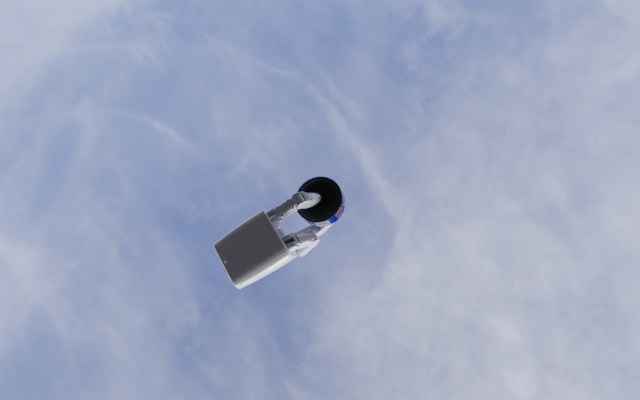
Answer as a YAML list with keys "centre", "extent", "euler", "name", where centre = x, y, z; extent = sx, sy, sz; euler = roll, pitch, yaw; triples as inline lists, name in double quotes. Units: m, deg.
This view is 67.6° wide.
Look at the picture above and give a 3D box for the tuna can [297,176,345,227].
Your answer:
- centre: [0.000, 0.003, 0.849]
  extent: [0.086, 0.086, 0.034]
  euler: [0, -20, 16]
  name: "tuna can"
